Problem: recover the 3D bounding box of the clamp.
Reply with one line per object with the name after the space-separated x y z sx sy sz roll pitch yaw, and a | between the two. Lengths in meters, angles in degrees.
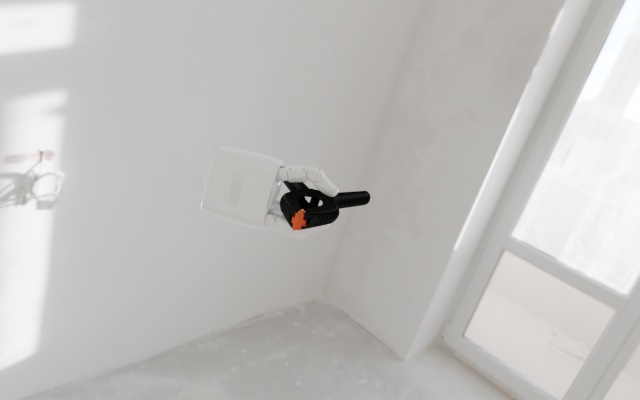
0.000 0.002 0.778 0.164 0.036 0.210 12 19 2 | clamp
